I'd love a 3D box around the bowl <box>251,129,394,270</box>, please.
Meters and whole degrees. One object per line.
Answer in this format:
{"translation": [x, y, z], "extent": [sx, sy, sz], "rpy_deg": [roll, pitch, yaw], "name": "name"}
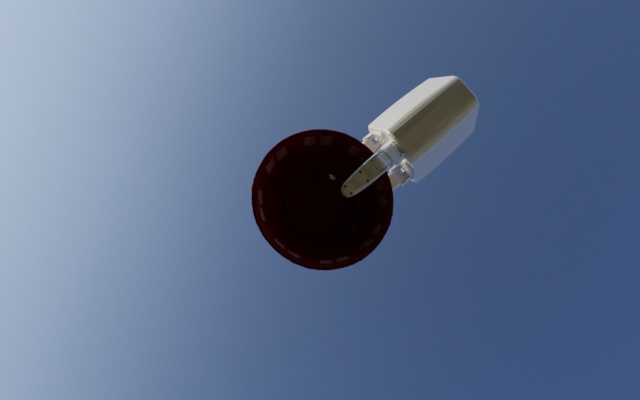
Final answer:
{"translation": [-0.001, 0.002, 0.558], "extent": [0.162, 0.162, 0.055], "rpy_deg": [0, -11, -10], "name": "bowl"}
